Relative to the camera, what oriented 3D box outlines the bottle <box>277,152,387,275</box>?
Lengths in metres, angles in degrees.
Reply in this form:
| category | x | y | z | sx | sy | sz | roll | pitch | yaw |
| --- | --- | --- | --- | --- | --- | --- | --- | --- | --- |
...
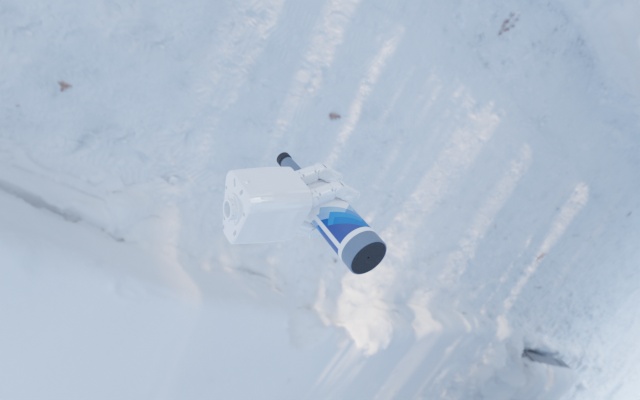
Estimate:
| category | x | y | z | sx | sy | sz | roll | pitch | yaw |
| --- | --- | --- | --- | --- | --- | --- | --- | --- | --- |
| bottle | 0.000 | 0.003 | 0.807 | 0.069 | 0.069 | 0.295 | 0 | 34 | -36 |
